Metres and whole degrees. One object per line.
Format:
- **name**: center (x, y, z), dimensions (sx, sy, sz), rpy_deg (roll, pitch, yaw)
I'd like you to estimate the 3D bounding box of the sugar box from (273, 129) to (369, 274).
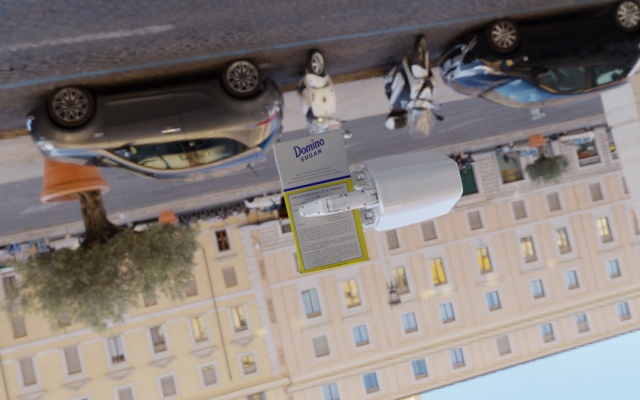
- **sugar box**: center (0.000, 0.002, 0.634), dimensions (0.093, 0.176, 0.048), rpy_deg (-12, -2, -2)
